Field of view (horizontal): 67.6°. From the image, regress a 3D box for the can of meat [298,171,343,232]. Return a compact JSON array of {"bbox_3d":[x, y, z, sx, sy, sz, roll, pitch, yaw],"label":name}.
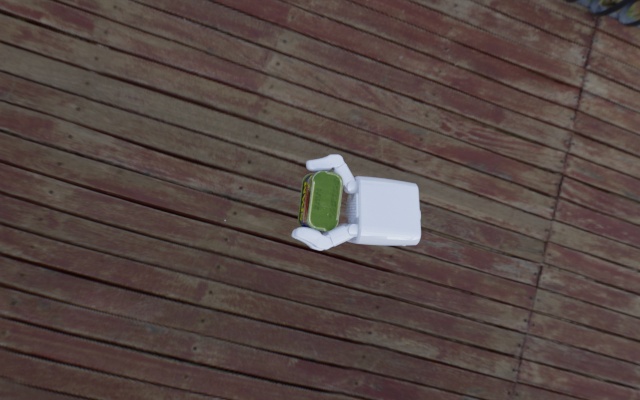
[{"bbox_3d":[0.000,0.002,0.795,0.057,0.102,0.084,7,-4,-11],"label":"can of meat"}]
